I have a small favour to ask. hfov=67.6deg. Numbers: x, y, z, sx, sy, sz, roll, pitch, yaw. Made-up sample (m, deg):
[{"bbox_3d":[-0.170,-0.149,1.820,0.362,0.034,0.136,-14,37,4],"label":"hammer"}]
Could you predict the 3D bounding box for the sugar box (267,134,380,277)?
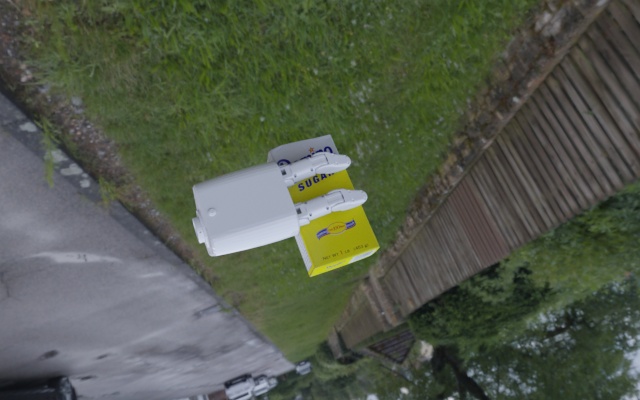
[{"bbox_3d":[0.000,0.002,0.634,0.093,0.176,0.048,-16,-18,-18],"label":"sugar box"}]
